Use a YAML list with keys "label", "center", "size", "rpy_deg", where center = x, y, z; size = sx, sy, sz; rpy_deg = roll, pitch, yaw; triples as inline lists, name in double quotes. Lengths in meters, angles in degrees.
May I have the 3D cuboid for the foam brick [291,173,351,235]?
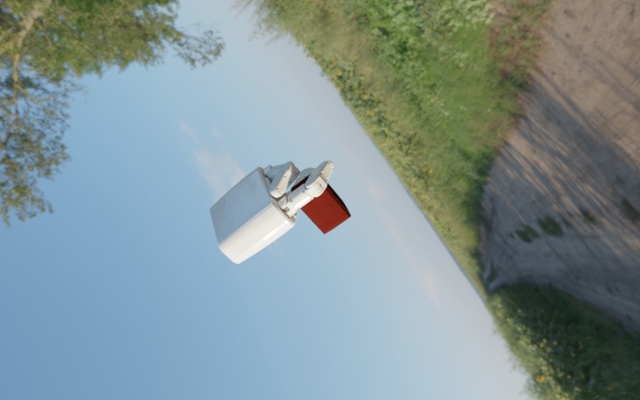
- label: "foam brick"
  center: [0.000, 0.003, 0.732]
  size: [0.051, 0.078, 0.053]
  rpy_deg: [-38, 26, 8]
